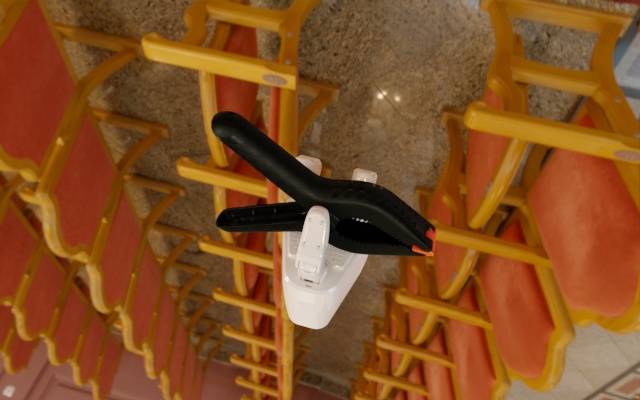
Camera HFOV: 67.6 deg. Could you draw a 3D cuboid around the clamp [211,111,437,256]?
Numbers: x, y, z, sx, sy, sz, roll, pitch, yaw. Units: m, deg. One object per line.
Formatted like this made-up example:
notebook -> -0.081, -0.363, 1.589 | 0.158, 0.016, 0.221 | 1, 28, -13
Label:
clamp -> 0.000, 0.002, 0.411 | 0.210, 0.036, 0.165 | 13, -32, 6
